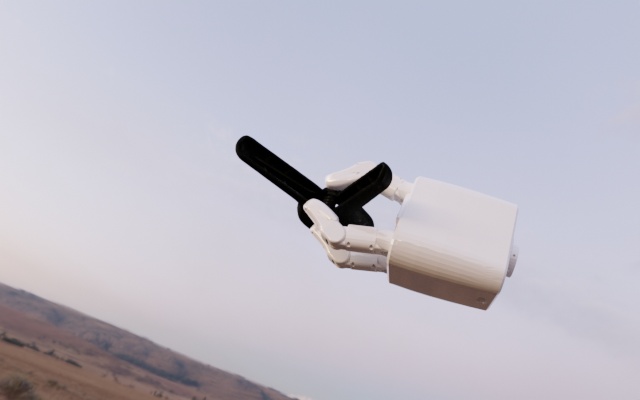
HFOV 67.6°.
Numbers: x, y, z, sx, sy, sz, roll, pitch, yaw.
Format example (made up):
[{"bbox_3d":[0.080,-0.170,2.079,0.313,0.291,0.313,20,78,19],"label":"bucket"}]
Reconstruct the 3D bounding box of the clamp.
[{"bbox_3d":[0.001,0.001,0.533,0.164,0.036,0.210,18,-24,17],"label":"clamp"}]
